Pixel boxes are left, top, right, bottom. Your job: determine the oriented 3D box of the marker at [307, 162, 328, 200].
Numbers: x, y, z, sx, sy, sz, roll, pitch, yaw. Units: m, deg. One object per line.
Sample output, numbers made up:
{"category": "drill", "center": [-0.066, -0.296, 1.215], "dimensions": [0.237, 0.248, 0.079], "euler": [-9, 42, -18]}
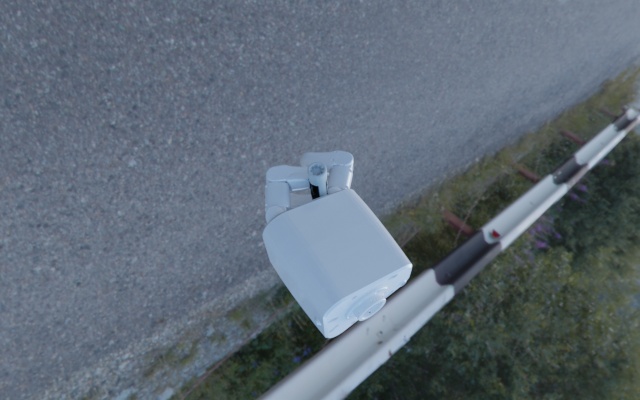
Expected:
{"category": "marker", "center": [0.000, 0.002, 0.511], "dimensions": [0.020, 0.020, 0.121], "euler": [0, -32, 4]}
